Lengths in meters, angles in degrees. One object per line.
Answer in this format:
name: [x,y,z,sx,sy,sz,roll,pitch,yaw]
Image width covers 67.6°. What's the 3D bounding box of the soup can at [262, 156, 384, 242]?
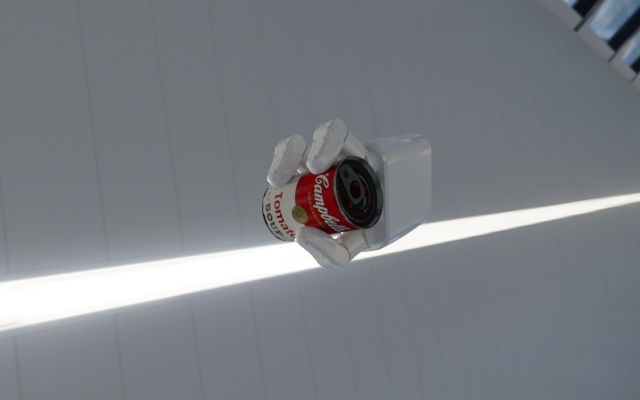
soup can: [0.000,0.002,0.464,0.102,0.068,0.068,-14,-10,42]
